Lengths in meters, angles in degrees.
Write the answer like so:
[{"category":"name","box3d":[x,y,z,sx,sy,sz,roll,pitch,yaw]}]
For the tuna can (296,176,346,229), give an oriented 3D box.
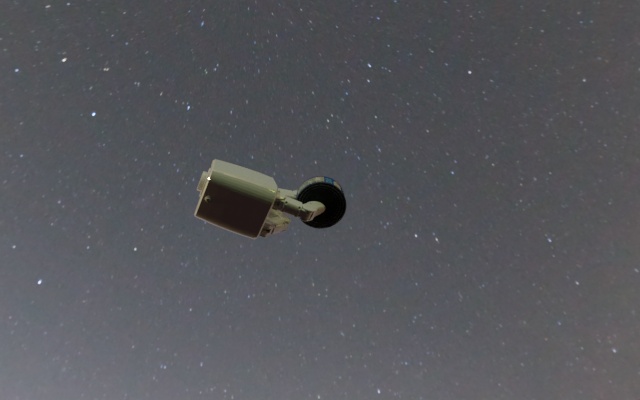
[{"category":"tuna can","box3d":[0.000,0.002,0.814,0.086,0.086,0.033,0,25,-3]}]
